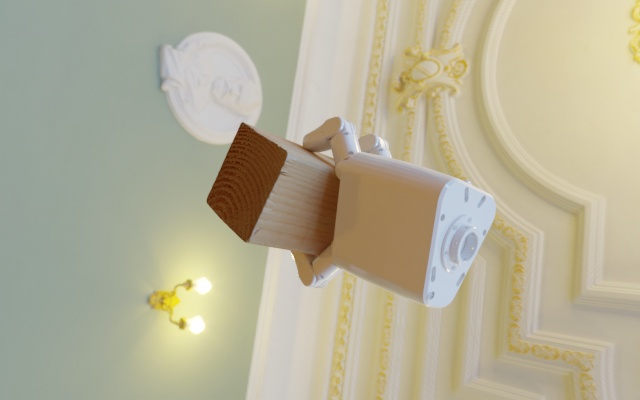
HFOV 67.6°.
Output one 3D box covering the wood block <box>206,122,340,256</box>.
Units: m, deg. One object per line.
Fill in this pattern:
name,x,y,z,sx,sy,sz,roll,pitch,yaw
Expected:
wood block,0.000,0.002,0.506,0.206,0.091,0.090,17,13,-44
